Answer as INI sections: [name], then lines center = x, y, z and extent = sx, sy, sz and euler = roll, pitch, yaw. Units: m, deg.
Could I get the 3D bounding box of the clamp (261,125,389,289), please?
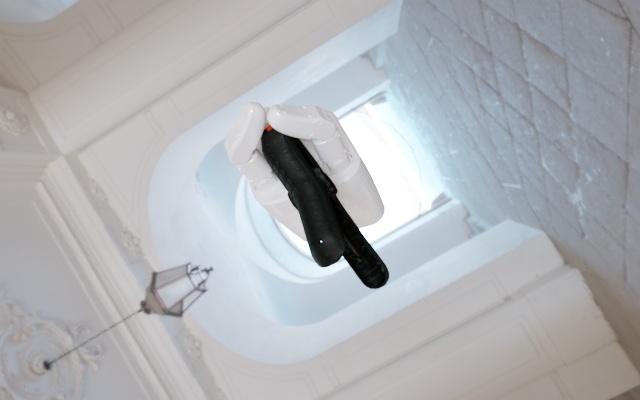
[clamp]
center = -0.001, 0.001, 0.401
extent = 0.039, 0.171, 0.120
euler = -31, -36, 7
